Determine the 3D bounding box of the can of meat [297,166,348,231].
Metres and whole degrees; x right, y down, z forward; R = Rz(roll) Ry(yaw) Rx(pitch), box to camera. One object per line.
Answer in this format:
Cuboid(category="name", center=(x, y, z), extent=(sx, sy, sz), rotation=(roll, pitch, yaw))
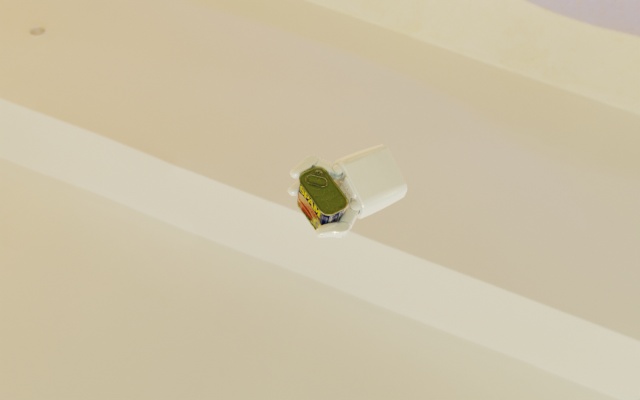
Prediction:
Cuboid(category="can of meat", center=(0.000, 0.003, 0.882), extent=(0.057, 0.102, 0.084), rotation=(-26, -25, -22))
